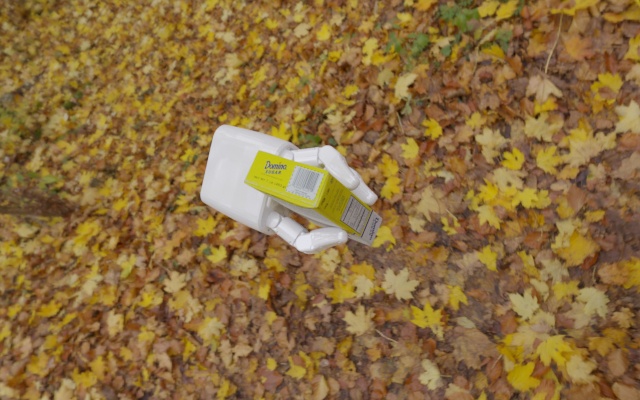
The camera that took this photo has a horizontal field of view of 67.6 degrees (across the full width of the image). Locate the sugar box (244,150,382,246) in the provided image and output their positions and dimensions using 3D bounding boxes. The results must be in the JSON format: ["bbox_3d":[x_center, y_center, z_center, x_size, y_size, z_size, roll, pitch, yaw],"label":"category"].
[{"bbox_3d":[0.000,0.001,0.553,0.093,0.048,0.176,20,-5,28],"label":"sugar box"}]
